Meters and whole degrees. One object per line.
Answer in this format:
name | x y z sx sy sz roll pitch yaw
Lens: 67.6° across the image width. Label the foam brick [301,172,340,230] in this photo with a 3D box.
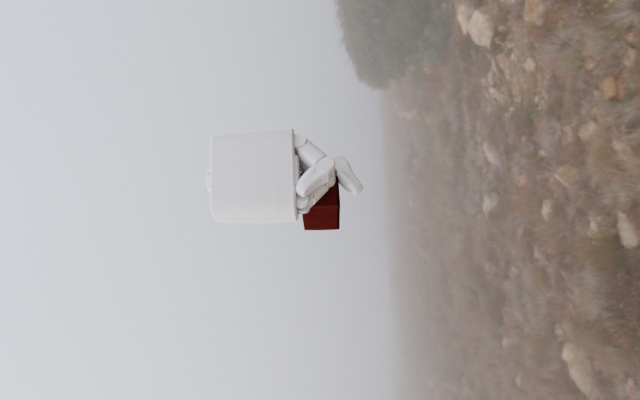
foam brick | 0.000 0.002 0.664 0.051 0.053 0.078 -3 -29 0
